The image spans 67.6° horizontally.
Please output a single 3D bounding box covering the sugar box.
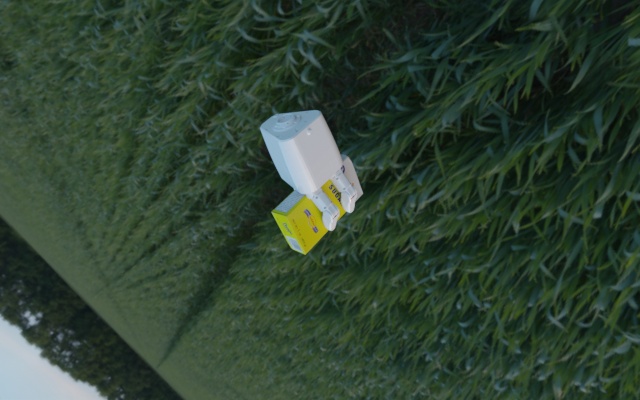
[{"bbox_3d":[0.000,0.003,0.854,0.048,0.093,0.176,17,51,44],"label":"sugar box"}]
